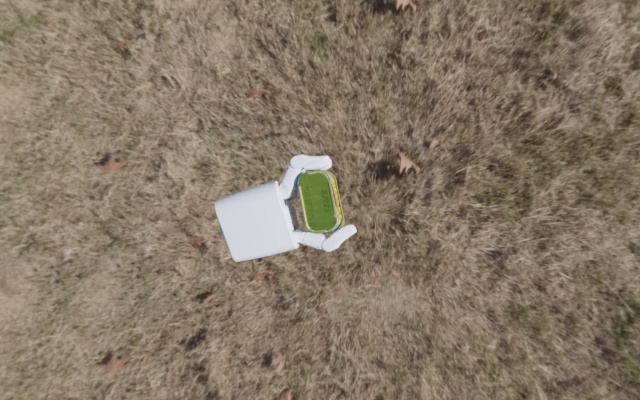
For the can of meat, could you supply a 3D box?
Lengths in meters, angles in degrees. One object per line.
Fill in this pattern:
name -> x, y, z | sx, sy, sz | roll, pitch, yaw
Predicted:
can of meat -> 0.000, 0.003, 0.757 | 0.057, 0.102, 0.084 | -11, -2, 7
